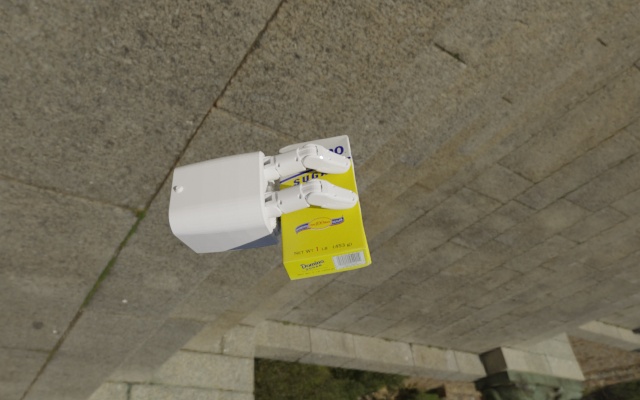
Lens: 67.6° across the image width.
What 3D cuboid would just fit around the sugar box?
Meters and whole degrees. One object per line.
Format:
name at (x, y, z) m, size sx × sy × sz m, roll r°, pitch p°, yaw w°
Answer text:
sugar box at (0.000, 0.002, 0.566) m, size 0.093 × 0.176 × 0.048 m, roll -11°, pitch -37°, yaw 4°
